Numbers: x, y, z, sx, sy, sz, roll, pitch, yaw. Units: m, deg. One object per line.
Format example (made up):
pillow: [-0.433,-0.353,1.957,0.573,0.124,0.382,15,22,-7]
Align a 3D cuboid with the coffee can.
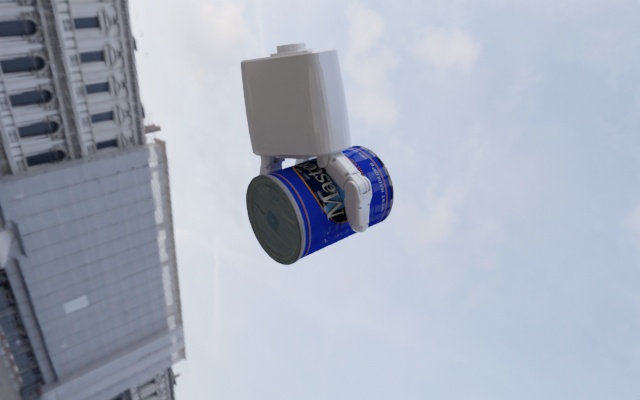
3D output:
coffee can: [0.000,0.002,0.554,0.140,0.103,0.103,-21,13,-35]
